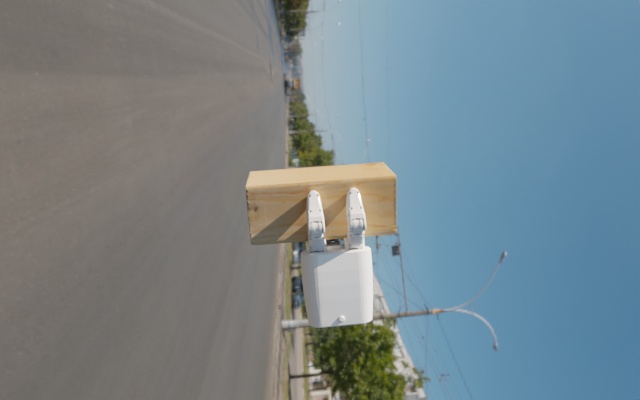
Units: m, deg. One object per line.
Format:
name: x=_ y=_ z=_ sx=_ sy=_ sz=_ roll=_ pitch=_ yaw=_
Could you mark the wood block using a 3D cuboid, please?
wood block: x=0.000 y=0.003 z=0.700 sx=0.206 sy=0.090 sz=0.090 roll=-4 pitch=16 yaw=-3
